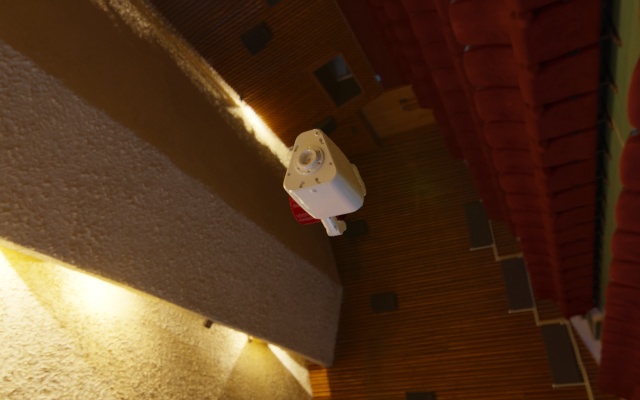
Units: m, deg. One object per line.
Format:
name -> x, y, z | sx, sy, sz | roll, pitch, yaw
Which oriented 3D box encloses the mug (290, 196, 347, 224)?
mug -> 0.001, 0.003, 0.890 | 0.081, 0.093, 0.117 | -13, -28, 20
